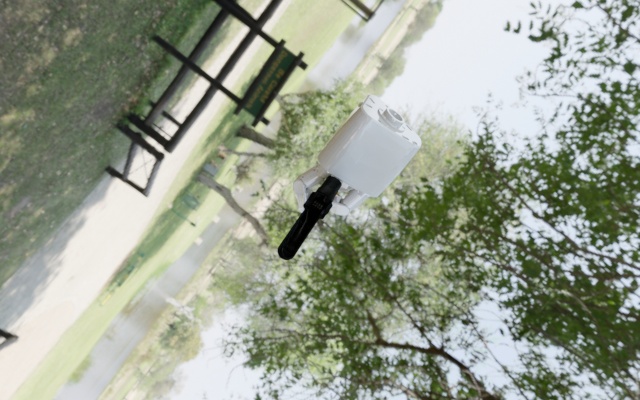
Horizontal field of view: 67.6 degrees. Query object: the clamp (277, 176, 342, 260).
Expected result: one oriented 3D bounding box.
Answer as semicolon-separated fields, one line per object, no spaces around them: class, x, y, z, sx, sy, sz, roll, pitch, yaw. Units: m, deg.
clamp;0.001;0.003;0.671;0.039;0.120;0.171;38;32;-5
